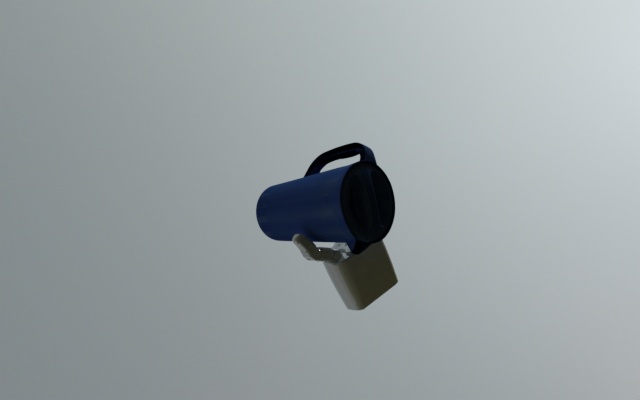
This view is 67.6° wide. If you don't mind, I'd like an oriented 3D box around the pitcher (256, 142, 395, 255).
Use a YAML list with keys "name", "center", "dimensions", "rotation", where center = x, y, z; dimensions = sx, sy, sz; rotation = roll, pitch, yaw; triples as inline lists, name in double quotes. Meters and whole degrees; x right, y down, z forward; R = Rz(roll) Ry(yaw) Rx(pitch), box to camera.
- name: "pitcher"
  center: [0.000, 0.003, 0.835]
  dimensions: [0.243, 0.145, 0.149]
  rotation: [-7, 26, 46]
